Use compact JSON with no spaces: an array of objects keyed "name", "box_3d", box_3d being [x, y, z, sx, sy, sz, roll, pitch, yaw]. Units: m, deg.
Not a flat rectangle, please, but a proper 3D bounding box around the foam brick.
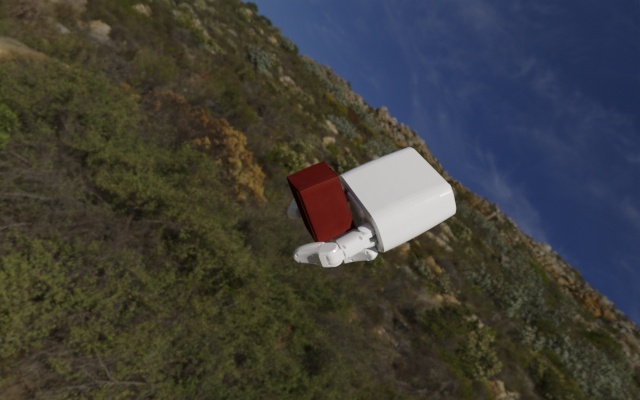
[{"name":"foam brick","box_3d":[0.000,0.002,0.571,0.051,0.078,0.053,-24,30,-8]}]
